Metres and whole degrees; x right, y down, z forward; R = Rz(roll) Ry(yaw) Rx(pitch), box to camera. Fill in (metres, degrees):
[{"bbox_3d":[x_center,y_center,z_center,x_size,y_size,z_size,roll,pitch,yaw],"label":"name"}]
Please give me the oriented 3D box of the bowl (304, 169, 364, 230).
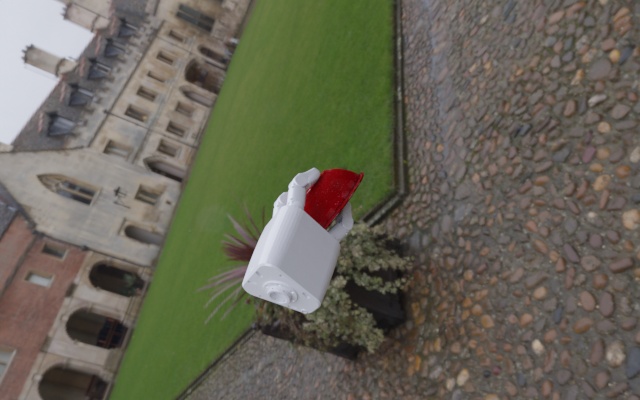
[{"bbox_3d":[0.000,0.002,0.778,0.055,0.162,0.162,38,-3,-4],"label":"bowl"}]
